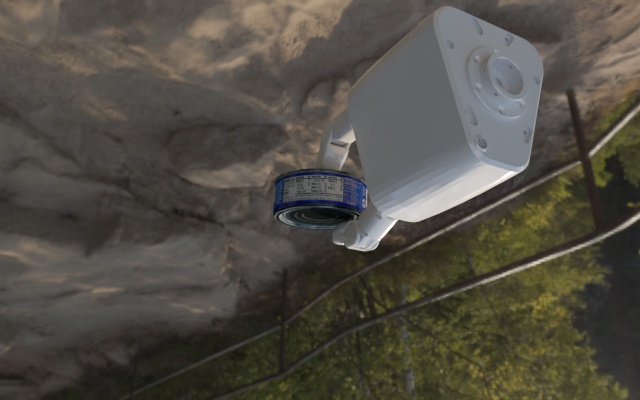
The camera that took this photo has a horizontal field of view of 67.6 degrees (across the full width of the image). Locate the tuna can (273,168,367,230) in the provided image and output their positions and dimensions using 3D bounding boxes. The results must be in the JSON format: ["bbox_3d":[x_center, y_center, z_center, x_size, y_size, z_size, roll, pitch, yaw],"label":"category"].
[{"bbox_3d":[0.000,0.002,0.433,0.086,0.033,0.086,2,-17,1],"label":"tuna can"}]
